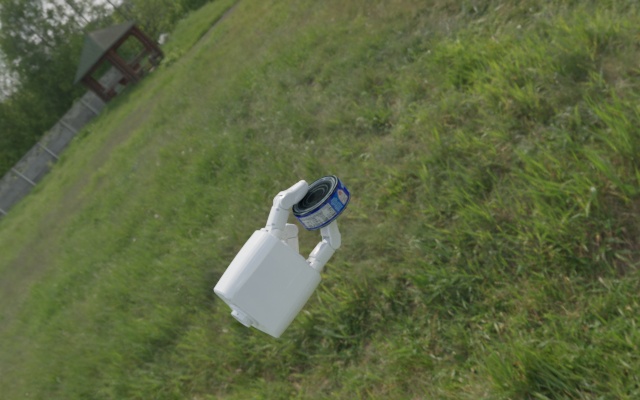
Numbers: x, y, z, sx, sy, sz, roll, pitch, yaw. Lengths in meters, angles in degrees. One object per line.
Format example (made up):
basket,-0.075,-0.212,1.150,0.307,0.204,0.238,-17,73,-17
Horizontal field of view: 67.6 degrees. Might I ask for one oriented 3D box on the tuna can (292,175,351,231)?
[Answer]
tuna can,0.000,0.002,0.702,0.086,0.034,0.086,-32,25,17
